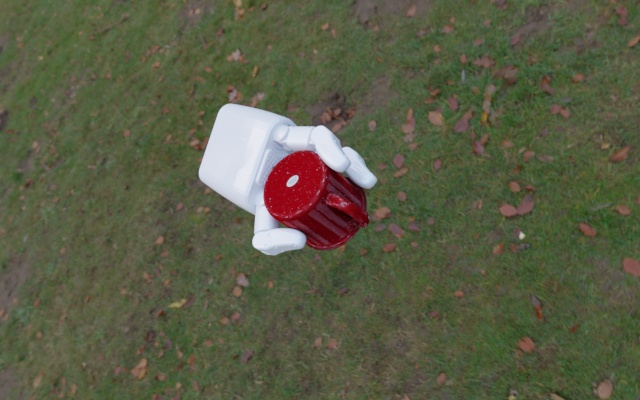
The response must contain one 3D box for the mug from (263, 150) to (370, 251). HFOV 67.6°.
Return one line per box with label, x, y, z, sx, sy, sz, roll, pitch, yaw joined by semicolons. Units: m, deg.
mug;0.001;0.002;0.513;0.117;0.093;0.081;23;-10;40
